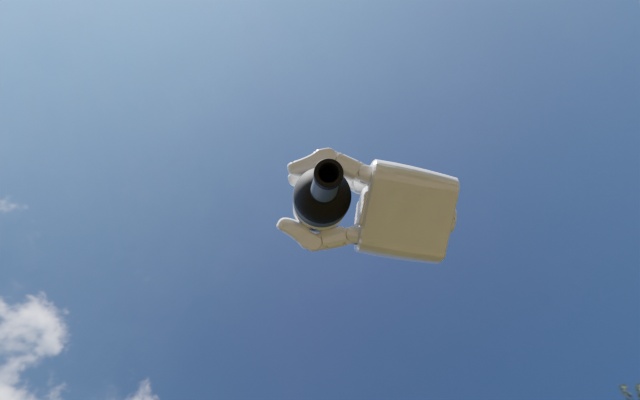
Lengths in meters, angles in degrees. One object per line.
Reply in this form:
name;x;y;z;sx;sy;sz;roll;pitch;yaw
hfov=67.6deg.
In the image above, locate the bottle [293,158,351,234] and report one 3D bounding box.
bottle;0.000;0.002;0.575;0.069;0.069;0.296;0;-11;-3
